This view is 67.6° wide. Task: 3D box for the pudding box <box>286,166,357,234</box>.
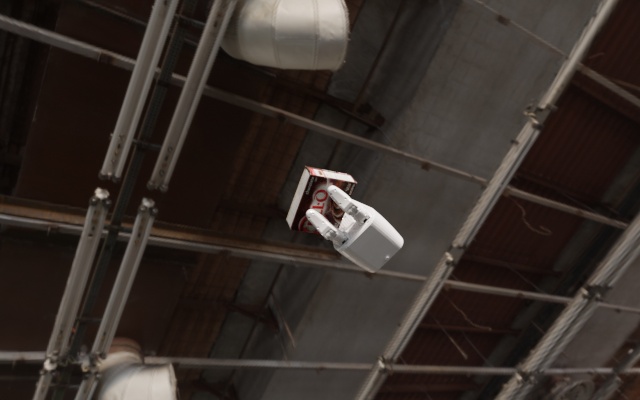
[{"bbox_3d":[0.000,0.003,0.829,0.090,0.113,0.039,8,24,-26],"label":"pudding box"}]
